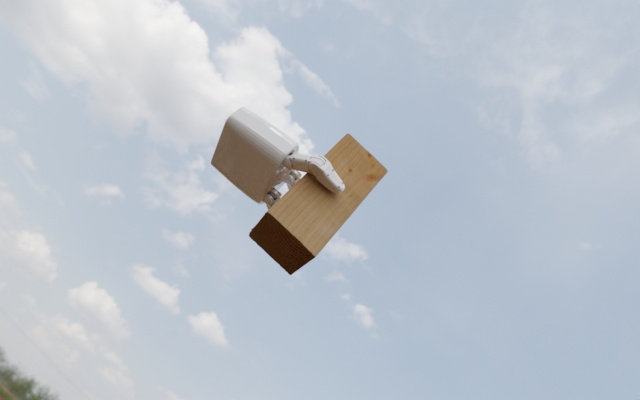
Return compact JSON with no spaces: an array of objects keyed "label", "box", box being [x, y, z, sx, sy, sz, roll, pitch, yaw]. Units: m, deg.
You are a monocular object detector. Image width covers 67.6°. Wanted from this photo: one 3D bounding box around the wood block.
[{"label":"wood block","box":[0.000,0.002,0.723,0.206,0.090,0.091,-47,1,-36]}]
